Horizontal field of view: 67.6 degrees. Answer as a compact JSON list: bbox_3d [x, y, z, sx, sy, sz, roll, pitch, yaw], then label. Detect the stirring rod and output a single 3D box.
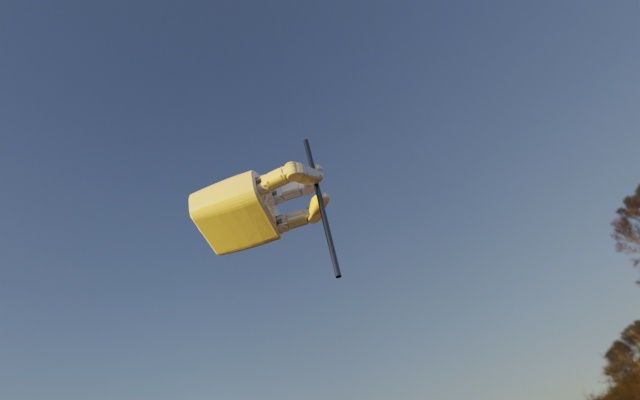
[{"bbox_3d":[0.000,0.002,0.684,0.011,0.239,0.011,-9,-35,-6],"label":"stirring rod"}]
